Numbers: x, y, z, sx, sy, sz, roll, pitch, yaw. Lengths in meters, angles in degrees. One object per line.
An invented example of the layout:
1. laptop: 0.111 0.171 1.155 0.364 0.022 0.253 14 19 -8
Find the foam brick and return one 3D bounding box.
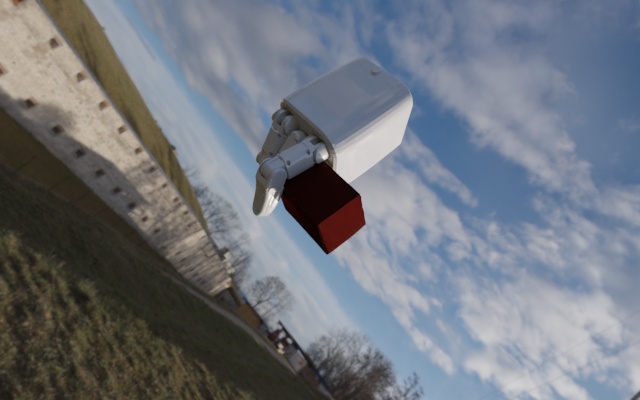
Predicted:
1. foam brick: 0.000 0.002 0.468 0.051 0.053 0.078 -34 54 -14
